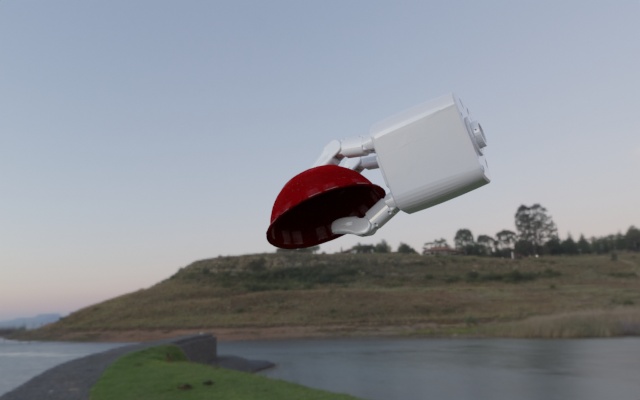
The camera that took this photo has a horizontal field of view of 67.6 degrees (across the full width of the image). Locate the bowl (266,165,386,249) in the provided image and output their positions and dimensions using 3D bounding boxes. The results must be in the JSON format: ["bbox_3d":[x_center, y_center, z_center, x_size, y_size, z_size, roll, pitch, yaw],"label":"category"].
[{"bbox_3d":[-0.001,0.002,0.616,0.162,0.055,0.162,-18,-25,-9],"label":"bowl"}]
